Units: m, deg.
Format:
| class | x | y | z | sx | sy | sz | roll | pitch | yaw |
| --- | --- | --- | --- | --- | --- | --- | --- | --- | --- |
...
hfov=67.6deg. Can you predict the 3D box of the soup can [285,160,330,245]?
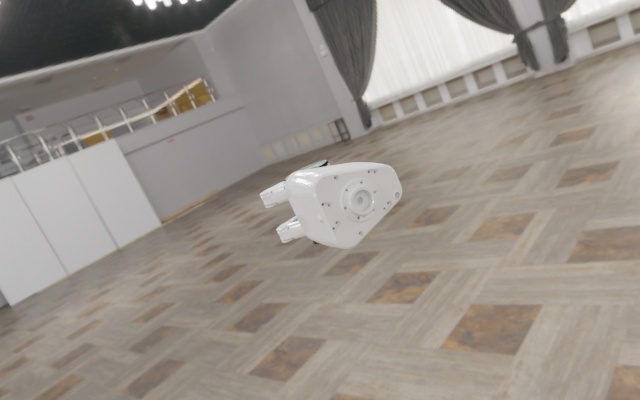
| class | x | y | z | sx | sy | sz | roll | pitch | yaw |
| --- | --- | --- | --- | --- | --- | --- | --- | --- | --- |
| soup can | 0.000 | 0.002 | 0.677 | 0.068 | 0.102 | 0.068 | -23 | 11 | 5 |
